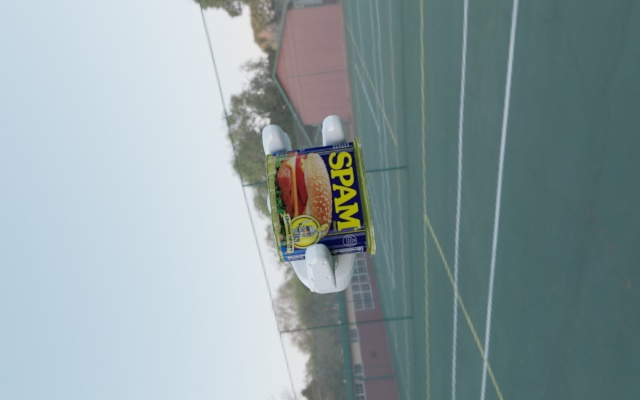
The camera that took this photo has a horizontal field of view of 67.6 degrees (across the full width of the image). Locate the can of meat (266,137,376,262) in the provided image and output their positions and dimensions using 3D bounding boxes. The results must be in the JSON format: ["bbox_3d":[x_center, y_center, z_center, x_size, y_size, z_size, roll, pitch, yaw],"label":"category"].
[{"bbox_3d":[0.000,0.002,0.423,0.084,0.102,0.057,-8,-15,2],"label":"can of meat"}]
